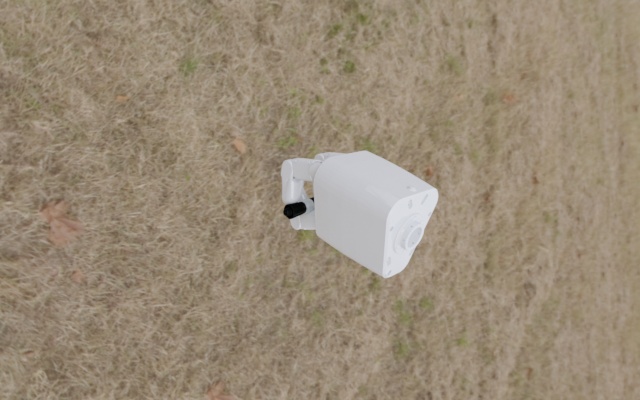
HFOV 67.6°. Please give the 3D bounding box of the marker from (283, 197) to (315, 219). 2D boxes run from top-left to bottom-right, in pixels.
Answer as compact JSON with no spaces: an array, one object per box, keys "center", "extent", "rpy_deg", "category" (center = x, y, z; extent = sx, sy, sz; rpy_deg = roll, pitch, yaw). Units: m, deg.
[{"center":[0.000,0.002,0.616],"extent":[0.121,0.020,0.020],"rpy_deg":[-17,12,-43],"category":"marker"}]
